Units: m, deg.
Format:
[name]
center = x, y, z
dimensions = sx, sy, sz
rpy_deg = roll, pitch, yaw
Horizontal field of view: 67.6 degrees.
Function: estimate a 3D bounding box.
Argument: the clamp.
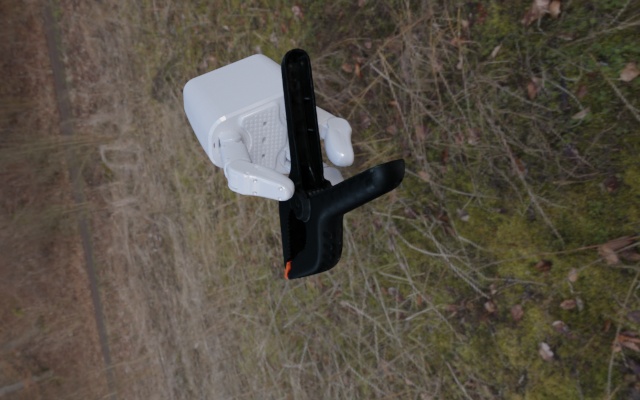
[clamp]
center = -0.001, 0.002, 0.404
dimensions = 0.036, 0.210, 0.164
rpy_deg = -11, 40, -26
